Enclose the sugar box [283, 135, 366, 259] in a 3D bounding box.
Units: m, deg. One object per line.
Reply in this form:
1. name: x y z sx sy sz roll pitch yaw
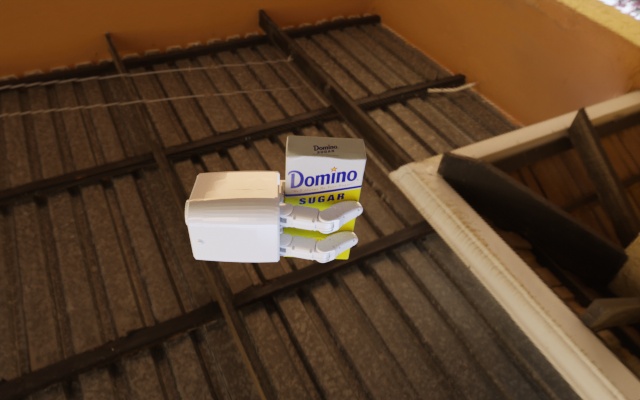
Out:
1. sugar box: 0.000 0.002 0.605 0.093 0.048 0.176 2 -45 -3
